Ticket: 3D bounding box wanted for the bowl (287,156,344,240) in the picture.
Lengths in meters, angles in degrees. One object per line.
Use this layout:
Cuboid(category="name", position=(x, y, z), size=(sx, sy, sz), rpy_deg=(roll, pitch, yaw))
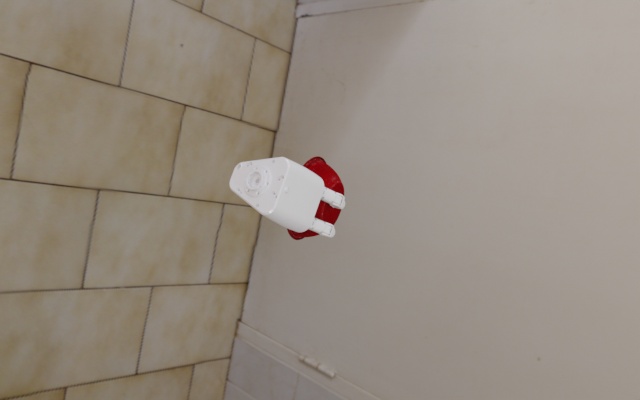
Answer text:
Cuboid(category="bowl", position=(0.001, 0.003, 0.882), size=(0.055, 0.162, 0.162), rpy_deg=(16, 6, 23))
